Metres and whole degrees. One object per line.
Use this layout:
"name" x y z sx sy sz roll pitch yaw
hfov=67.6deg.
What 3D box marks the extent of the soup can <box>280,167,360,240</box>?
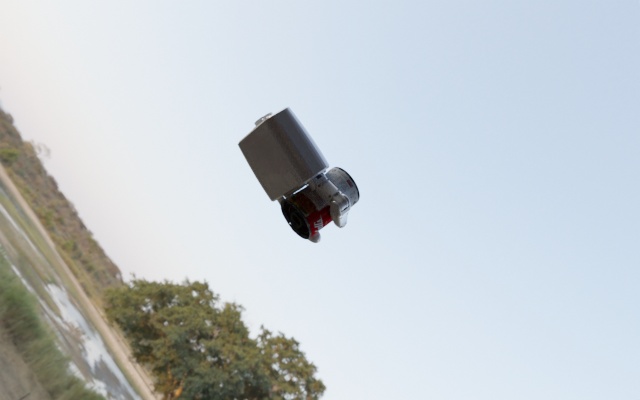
"soup can" 0.001 0.003 0.715 0.102 0.068 0.068 -35 16 -24
